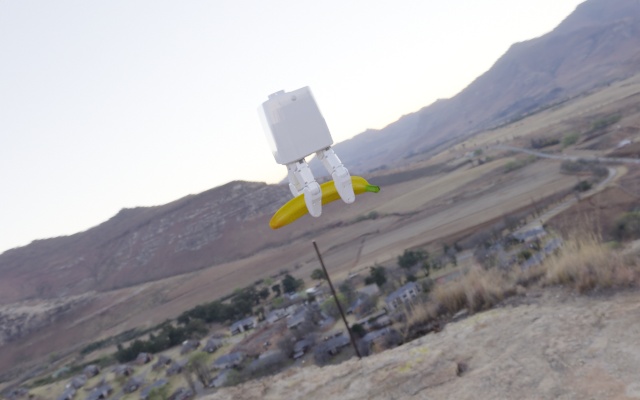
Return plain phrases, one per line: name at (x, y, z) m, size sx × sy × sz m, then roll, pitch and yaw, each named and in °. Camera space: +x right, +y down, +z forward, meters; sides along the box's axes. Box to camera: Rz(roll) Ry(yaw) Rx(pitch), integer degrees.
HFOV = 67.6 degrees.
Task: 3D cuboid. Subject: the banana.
banana at (0.000, -0.003, 0.834) m, size 0.198 × 0.037 × 0.069 m, roll -21°, pitch 17°, yaw -4°
